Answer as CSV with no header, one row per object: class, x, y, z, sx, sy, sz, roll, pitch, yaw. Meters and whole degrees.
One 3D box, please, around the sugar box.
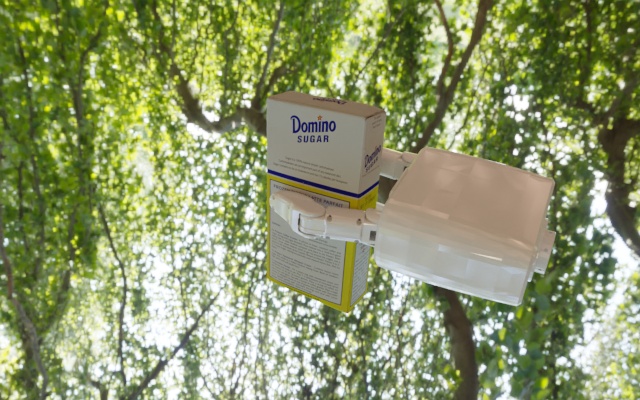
sugar box,0.000,0.001,0.414,0.093,0.176,0.048,17,26,26
